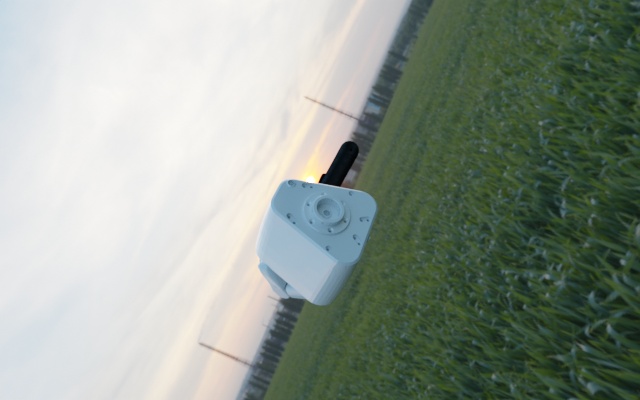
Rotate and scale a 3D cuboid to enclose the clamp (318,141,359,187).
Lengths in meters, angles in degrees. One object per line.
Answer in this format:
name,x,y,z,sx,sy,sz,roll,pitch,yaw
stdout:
clamp,-0.001,0.002,0.622,0.039,0.171,0.120,24,-34,-1
